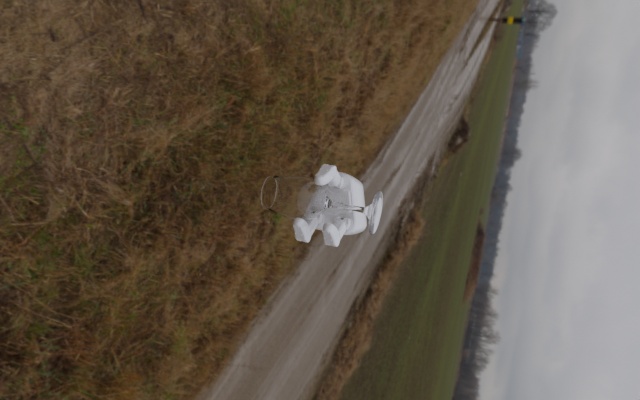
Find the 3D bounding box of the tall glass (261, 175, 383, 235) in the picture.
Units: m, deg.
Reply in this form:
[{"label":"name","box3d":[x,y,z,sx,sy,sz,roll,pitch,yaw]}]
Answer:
[{"label":"tall glass","box3d":[0.001,0.003,0.819,0.201,0.079,0.079,11,3,19]}]
